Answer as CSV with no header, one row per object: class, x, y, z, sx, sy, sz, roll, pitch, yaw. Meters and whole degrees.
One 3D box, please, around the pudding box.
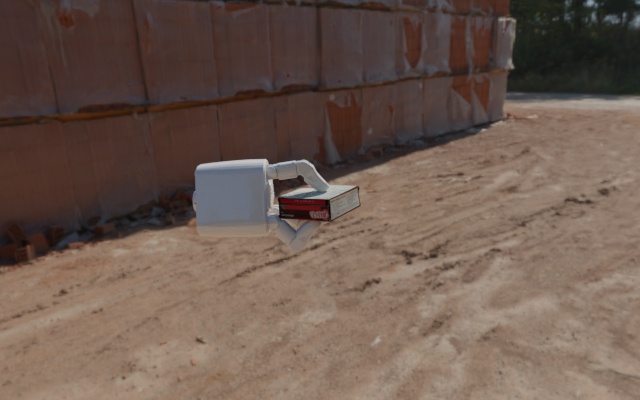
pudding box,0.000,0.002,0.745,0.090,0.039,0.113,4,15,28
